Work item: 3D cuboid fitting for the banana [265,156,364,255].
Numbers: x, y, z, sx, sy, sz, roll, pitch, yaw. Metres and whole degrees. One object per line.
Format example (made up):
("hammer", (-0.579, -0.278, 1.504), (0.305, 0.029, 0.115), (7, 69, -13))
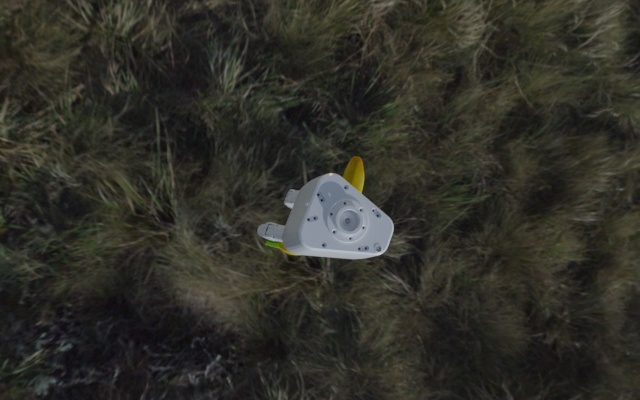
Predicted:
("banana", (0.010, 0.018, 0.717), (0.198, 0.069, 0.037), (-43, 2, -13))
